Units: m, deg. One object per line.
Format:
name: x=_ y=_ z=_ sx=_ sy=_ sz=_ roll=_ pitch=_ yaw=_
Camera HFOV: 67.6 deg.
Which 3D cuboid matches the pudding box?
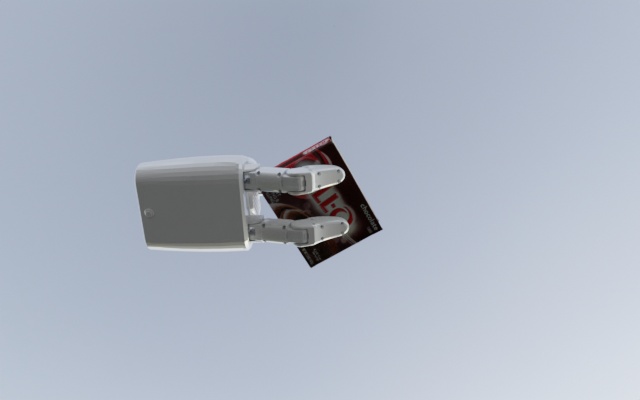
pudding box: x=0.000 y=0.002 z=0.507 sx=0.090 sy=0.113 sz=0.039 roll=-29 pitch=18 yaw=9
